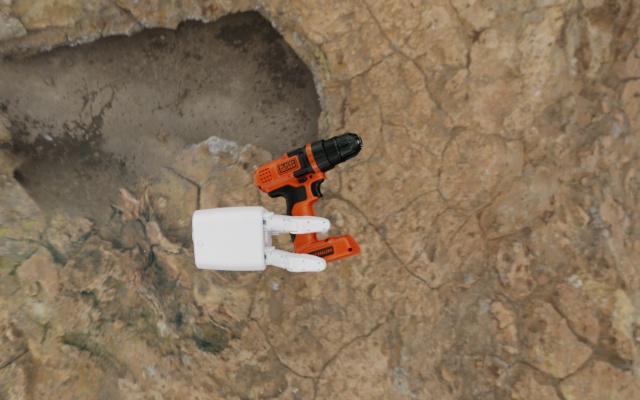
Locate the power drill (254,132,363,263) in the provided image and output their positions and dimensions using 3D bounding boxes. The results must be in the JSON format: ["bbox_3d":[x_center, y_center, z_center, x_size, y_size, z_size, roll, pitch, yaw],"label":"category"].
[{"bbox_3d":[0.000,0.003,0.744,0.184,0.187,0.057,-21,-12,18],"label":"power drill"}]
